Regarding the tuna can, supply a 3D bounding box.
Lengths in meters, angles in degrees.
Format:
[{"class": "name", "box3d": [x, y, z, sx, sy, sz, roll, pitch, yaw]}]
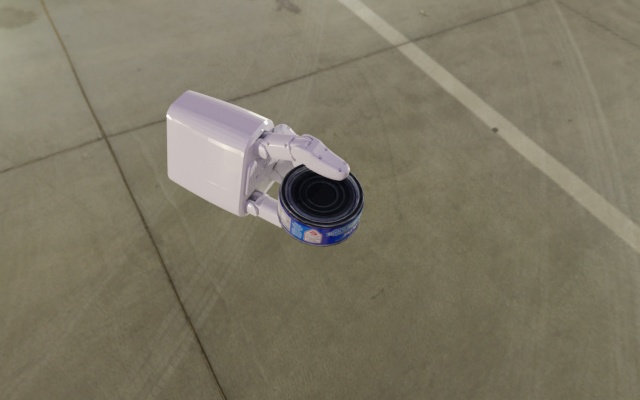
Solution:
[{"class": "tuna can", "box3d": [0.000, 0.001, 0.476, 0.086, 0.086, 0.034, 0, -38, -8]}]
